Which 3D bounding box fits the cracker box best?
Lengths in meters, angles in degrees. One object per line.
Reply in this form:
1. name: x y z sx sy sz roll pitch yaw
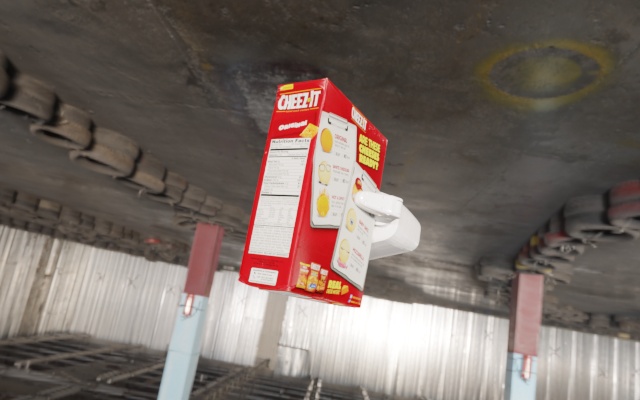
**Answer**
1. cracker box: 0.000 0.002 0.529 0.072 0.213 0.164 2 -15 30
